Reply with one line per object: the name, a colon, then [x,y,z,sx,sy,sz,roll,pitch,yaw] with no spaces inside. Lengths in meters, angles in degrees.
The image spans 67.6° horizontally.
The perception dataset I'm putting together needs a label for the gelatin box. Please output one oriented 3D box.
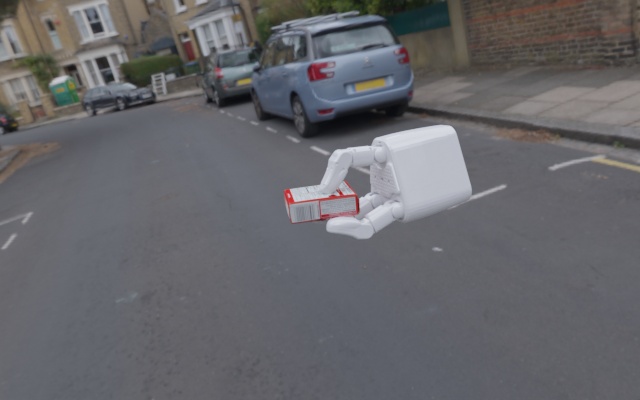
gelatin box: [0.000,0.002,0.621,0.089,0.030,0.073,-8,16,-7]
